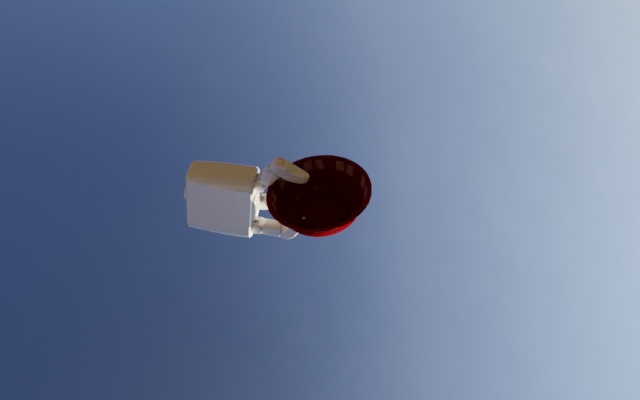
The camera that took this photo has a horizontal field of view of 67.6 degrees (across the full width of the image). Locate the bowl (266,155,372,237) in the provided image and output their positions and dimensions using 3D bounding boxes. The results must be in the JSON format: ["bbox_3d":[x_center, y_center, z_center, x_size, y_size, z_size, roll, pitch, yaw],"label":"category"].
[{"bbox_3d":[0.001,0.003,0.737,0.162,0.162,0.055,0,-43,10],"label":"bowl"}]
